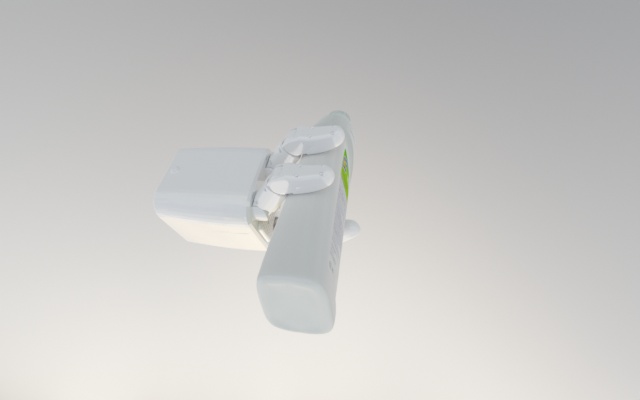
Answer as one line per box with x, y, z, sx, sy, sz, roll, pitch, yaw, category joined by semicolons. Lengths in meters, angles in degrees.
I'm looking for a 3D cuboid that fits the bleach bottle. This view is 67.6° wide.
0.000;0.002;0.497;0.068;0.250;0.103;5;-41;10;bleach bottle
